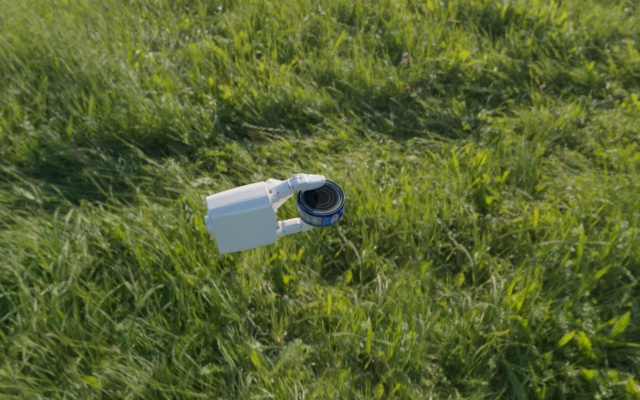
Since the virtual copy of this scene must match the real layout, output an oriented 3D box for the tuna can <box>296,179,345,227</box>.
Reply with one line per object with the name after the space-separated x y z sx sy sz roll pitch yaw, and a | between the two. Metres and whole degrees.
0.000 0.002 0.835 0.086 0.086 0.034 0 -39 -4 | tuna can
